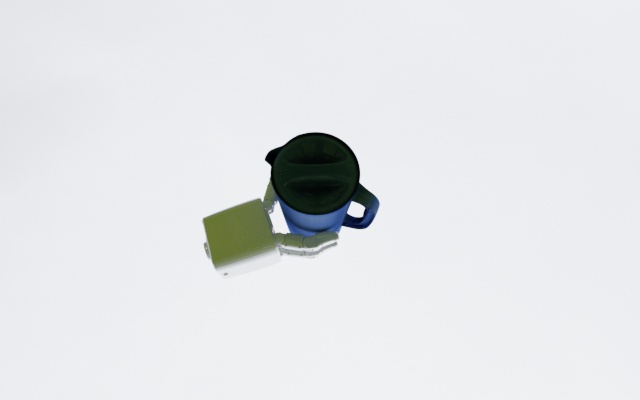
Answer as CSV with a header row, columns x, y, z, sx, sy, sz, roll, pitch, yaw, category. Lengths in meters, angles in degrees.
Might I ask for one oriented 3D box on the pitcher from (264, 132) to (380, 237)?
x,y,z,sx,sy,sz,roll,pitch,yaw,category
0.000,0.003,0.803,0.145,0.149,0.243,-20,-19,-8,pitcher
